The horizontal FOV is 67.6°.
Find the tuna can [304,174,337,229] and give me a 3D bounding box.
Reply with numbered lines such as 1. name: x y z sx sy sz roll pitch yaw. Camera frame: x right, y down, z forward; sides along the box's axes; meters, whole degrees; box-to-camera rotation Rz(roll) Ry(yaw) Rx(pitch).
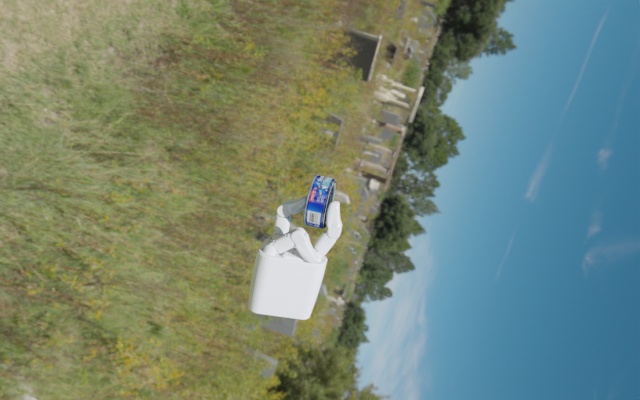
1. tuna can: 0.001 0.003 0.784 0.034 0.086 0.086 13 2 9
